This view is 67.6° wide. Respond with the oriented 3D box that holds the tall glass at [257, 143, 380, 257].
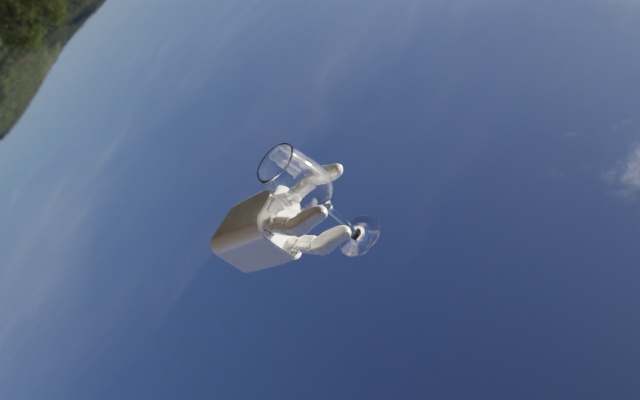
[{"bbox_3d":[0.001,0.002,0.679,0.079,0.079,0.201,0,-32,45],"label":"tall glass"}]
